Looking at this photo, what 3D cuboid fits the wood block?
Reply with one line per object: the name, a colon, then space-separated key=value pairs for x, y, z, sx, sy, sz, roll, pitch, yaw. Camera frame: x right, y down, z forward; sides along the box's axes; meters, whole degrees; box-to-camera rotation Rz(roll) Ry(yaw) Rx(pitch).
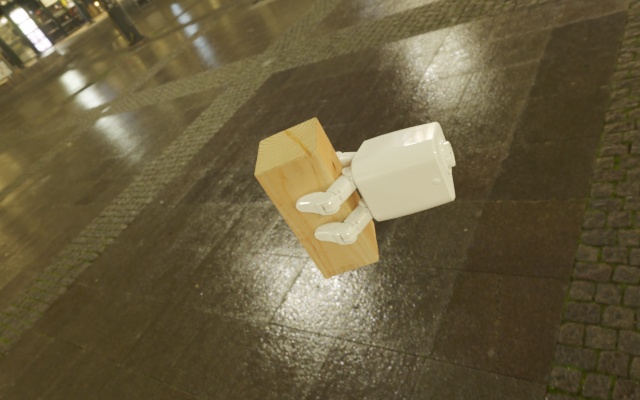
wood block: x=0.000 y=0.002 z=0.675 sx=0.090 sy=0.206 sz=0.090 roll=-21 pitch=34 yaw=15
